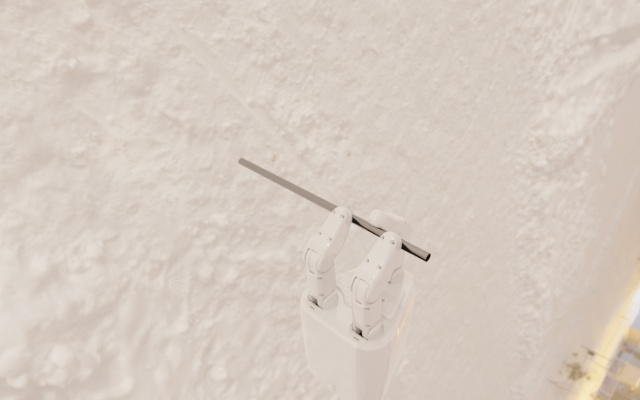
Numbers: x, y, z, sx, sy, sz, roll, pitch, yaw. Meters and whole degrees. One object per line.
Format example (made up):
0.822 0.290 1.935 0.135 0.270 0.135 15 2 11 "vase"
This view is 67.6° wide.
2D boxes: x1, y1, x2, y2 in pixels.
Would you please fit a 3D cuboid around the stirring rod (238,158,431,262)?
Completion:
0.000 0.002 0.456 0.239 0.011 0.011 27 16 35 "stirring rod"
